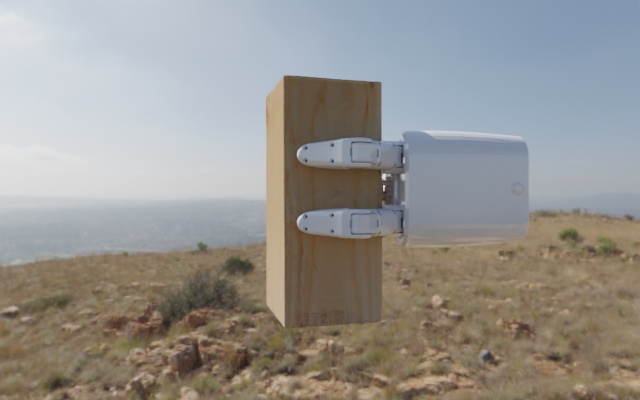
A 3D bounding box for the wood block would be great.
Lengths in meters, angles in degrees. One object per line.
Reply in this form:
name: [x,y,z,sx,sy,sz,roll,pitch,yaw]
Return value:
wood block: [0.000,0.001,0.440,0.090,0.206,0.091,0,0,-15]
